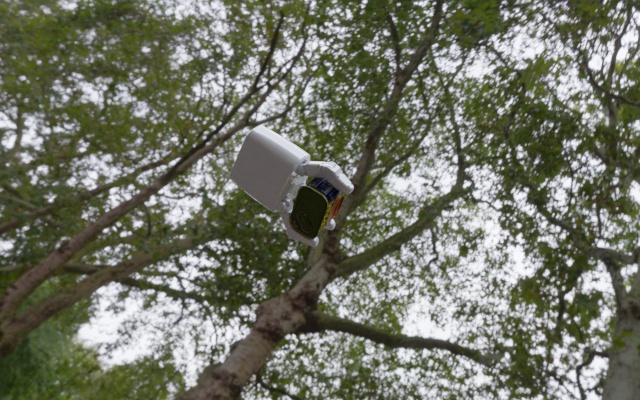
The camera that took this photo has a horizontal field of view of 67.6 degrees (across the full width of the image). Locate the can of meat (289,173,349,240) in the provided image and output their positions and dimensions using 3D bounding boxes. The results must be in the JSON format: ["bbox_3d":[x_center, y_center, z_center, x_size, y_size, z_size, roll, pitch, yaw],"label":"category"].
[{"bbox_3d":[0.000,0.002,0.809,0.057,0.102,0.084,32,42,15],"label":"can of meat"}]
